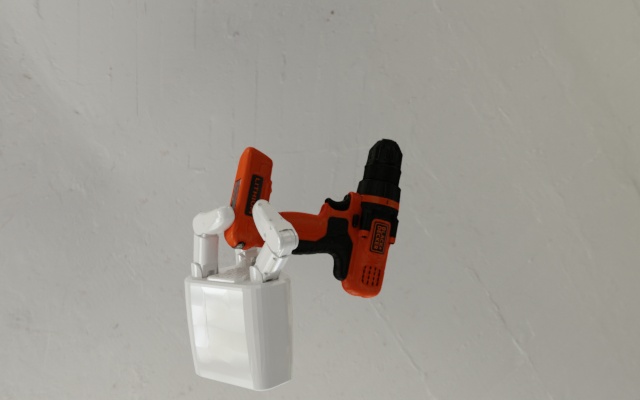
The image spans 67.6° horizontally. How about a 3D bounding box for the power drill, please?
[{"bbox_3d":[0.000,0.002,0.522,0.187,0.184,0.057,14,-12,-17],"label":"power drill"}]
